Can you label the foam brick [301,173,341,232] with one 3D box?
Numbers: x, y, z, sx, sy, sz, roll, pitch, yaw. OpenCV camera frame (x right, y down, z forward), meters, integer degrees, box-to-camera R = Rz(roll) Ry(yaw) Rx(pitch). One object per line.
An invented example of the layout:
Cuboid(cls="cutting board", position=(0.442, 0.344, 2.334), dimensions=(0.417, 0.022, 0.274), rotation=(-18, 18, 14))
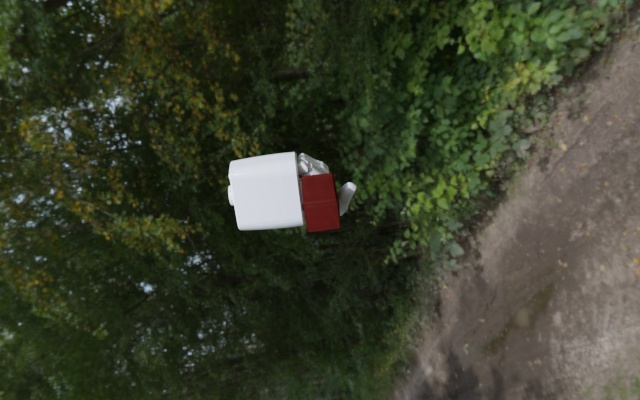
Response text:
Cuboid(cls="foam brick", position=(0.000, 0.002, 0.716), dimensions=(0.051, 0.053, 0.078), rotation=(-6, 36, -1))
